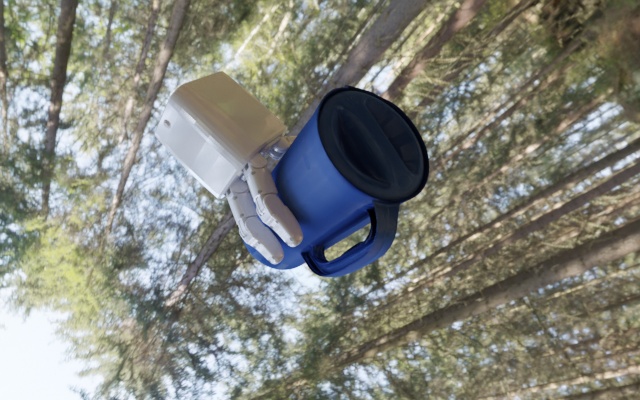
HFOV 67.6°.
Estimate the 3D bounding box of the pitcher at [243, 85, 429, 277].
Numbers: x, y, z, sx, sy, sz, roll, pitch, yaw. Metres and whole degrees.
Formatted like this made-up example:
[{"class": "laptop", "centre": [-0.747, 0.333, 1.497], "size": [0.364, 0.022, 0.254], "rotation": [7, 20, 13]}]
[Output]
[{"class": "pitcher", "centre": [0.000, 0.002, 0.546], "size": [0.149, 0.145, 0.243], "rotation": [-50, 5, -41]}]
